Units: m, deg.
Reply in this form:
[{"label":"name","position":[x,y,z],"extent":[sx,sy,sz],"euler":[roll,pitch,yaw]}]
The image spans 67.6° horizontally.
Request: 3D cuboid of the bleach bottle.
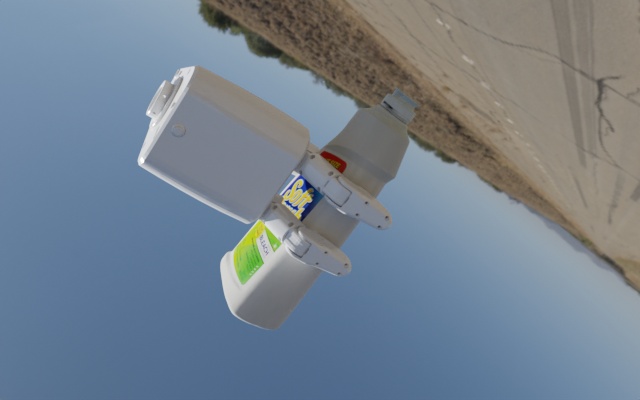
[{"label":"bleach bottle","position":[0.000,0.002,0.455],"extent":[0.068,0.251,0.102],"euler":[29,17,-29]}]
